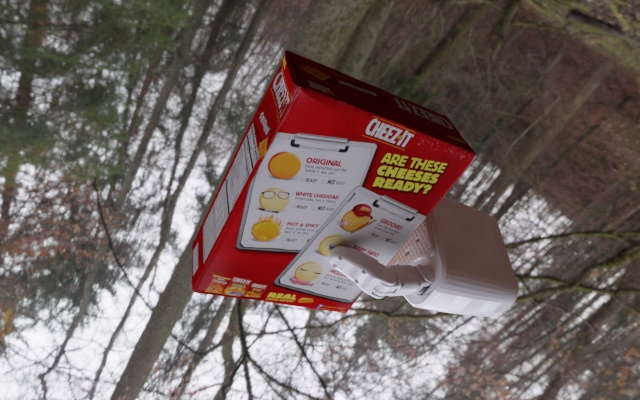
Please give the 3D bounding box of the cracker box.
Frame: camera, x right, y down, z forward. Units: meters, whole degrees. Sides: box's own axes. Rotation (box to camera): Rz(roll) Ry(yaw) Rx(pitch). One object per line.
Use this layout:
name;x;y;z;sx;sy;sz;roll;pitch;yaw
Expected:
cracker box;0.000;0.002;0.419;0.164;0.214;0.072;15;35;-27
